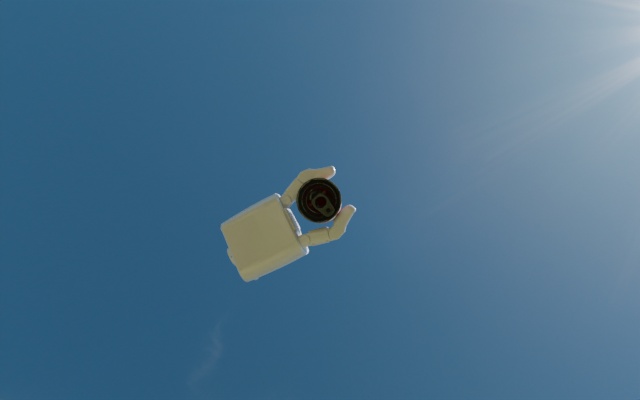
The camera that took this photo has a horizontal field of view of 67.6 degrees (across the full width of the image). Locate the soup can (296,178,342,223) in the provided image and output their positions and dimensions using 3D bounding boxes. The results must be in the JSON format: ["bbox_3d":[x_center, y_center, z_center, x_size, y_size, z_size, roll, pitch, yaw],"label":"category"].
[{"bbox_3d":[0.001,0.002,0.761,0.068,0.068,0.102,0,-3,3],"label":"soup can"}]
